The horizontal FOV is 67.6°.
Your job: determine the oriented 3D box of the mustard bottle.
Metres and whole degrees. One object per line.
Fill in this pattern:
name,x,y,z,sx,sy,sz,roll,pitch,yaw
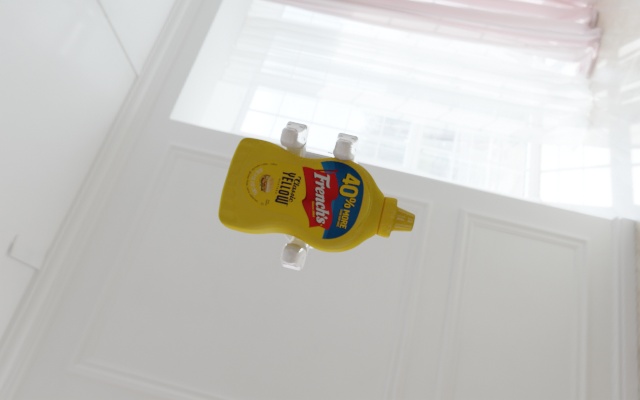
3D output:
mustard bottle,0.000,0.002,0.487,0.191,0.096,0.058,13,-14,5
